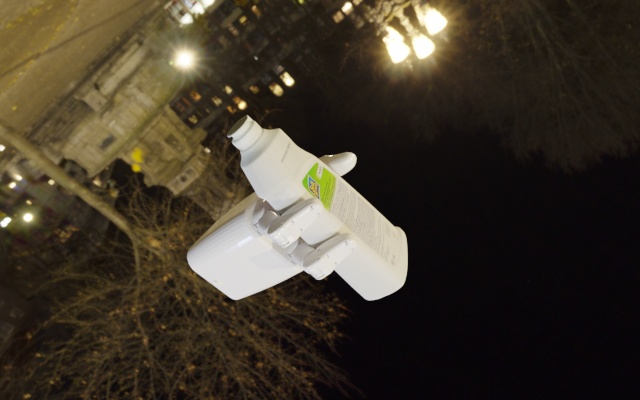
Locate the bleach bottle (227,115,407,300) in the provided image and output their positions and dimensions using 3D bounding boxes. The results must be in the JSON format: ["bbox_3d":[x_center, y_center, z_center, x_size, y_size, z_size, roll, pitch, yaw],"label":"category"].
[{"bbox_3d":[0.000,0.002,0.524,0.068,0.251,0.102,-30,30,28],"label":"bleach bottle"}]
